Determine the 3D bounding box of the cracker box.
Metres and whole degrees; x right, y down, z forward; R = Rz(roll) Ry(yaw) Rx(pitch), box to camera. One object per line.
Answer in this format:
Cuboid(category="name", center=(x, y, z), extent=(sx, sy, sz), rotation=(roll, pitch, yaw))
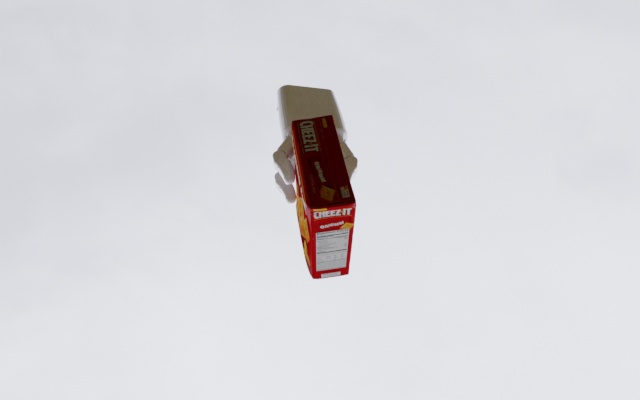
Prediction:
Cuboid(category="cracker box", center=(0.000, 0.003, 0.745), extent=(0.072, 0.164, 0.214), rotation=(-9, -34, -6))
